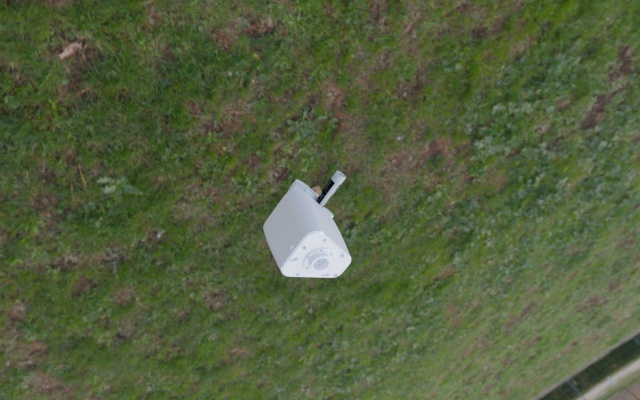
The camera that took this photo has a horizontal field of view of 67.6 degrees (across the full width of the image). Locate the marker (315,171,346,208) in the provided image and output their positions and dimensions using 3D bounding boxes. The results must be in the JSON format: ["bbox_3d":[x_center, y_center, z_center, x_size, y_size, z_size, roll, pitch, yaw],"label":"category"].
[{"bbox_3d":[0.000,0.003,0.802,0.020,0.121,0.020,32,20,-13],"label":"marker"}]
